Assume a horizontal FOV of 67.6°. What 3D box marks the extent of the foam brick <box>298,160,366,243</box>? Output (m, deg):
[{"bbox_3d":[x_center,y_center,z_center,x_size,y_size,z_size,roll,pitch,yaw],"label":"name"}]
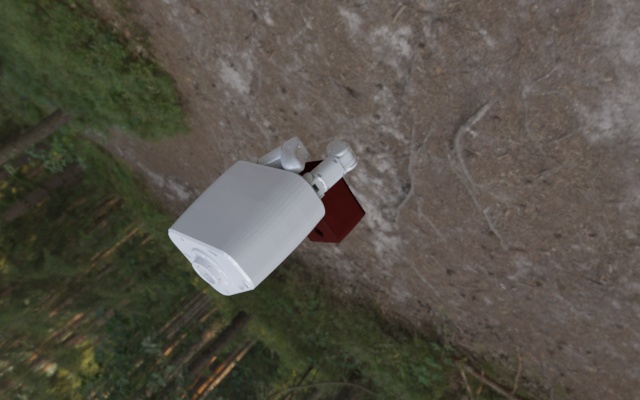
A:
[{"bbox_3d":[0.000,0.002,0.517,0.053,0.078,0.051,-3,38,50],"label":"foam brick"}]
